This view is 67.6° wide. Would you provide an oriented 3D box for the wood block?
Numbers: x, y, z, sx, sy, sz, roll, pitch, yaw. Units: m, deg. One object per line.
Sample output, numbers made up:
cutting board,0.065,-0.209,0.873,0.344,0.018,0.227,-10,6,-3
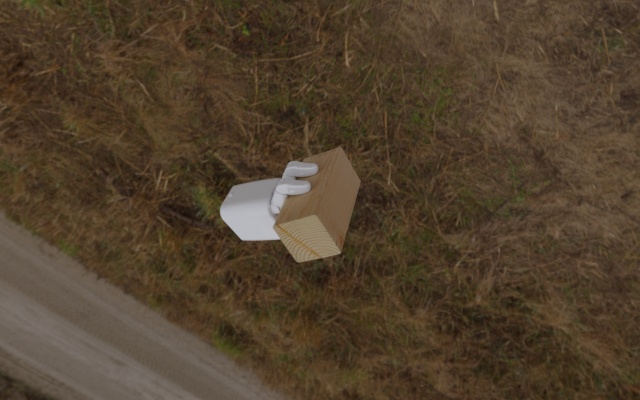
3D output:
wood block,0.000,0.003,0.869,0.090,0.091,0.206,-16,32,27
